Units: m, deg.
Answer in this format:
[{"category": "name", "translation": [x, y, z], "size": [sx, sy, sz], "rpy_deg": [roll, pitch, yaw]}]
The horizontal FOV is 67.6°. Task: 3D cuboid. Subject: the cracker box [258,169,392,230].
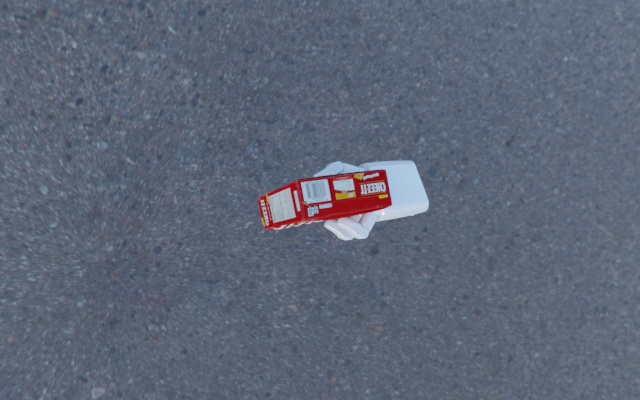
[{"category": "cracker box", "translation": [0.000, 0.003, 0.848], "size": [0.164, 0.072, 0.214], "rpy_deg": [-9, -4, -24]}]
